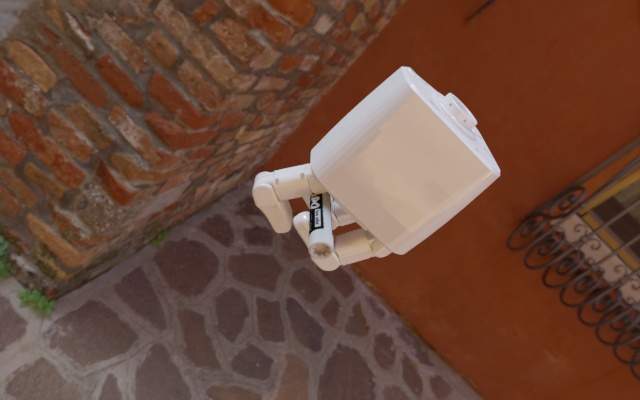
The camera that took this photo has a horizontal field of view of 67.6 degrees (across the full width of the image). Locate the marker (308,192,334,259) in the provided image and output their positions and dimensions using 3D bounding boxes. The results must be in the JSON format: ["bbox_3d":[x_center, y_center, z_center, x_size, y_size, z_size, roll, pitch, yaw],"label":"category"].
[{"bbox_3d":[0.000,0.001,0.405,0.020,0.020,0.121,0,37,0],"label":"marker"}]
